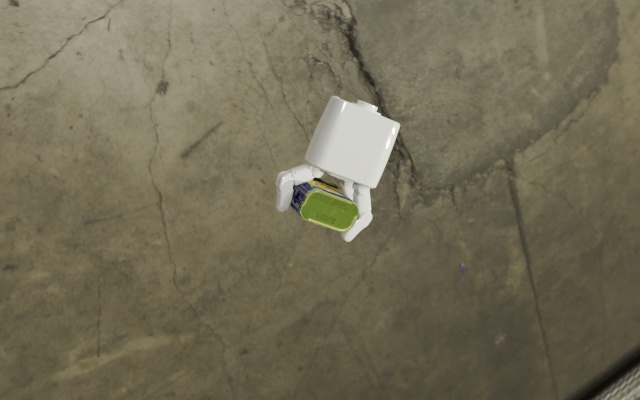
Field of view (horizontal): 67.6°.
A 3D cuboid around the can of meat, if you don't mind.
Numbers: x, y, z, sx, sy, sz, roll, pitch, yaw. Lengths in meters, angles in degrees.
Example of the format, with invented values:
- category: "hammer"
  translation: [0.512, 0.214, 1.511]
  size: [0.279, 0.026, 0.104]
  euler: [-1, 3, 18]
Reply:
- category: "can of meat"
  translation: [0.000, 0.003, 0.746]
  size: [0.102, 0.057, 0.084]
  euler: [19, 11, -28]
